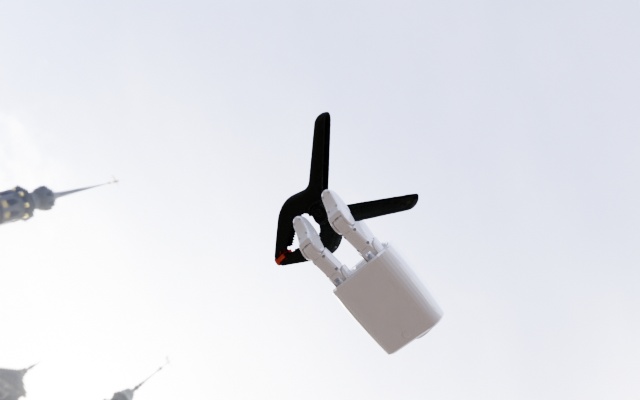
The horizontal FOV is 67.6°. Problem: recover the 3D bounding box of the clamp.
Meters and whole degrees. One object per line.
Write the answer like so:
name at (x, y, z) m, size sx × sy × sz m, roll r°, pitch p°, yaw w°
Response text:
clamp at (0.000, 0.002, 0.625) m, size 0.210 × 0.164 × 0.036 m, roll -43°, pitch -9°, yaw 24°
